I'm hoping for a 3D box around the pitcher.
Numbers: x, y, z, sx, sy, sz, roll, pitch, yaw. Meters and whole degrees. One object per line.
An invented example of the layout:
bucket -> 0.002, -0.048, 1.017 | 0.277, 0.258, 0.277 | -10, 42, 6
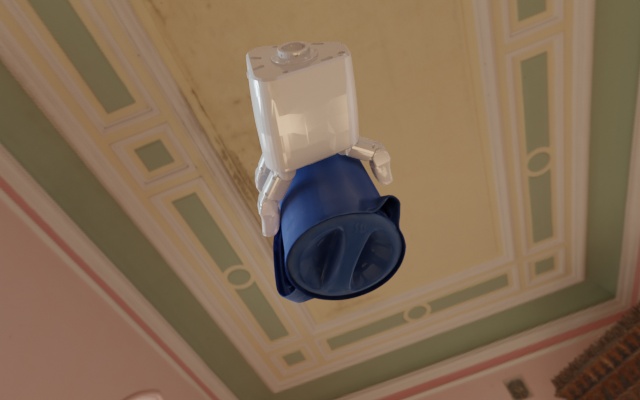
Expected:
pitcher -> 0.000, 0.002, 0.606 | 0.149, 0.145, 0.242 | -11, 39, -5
